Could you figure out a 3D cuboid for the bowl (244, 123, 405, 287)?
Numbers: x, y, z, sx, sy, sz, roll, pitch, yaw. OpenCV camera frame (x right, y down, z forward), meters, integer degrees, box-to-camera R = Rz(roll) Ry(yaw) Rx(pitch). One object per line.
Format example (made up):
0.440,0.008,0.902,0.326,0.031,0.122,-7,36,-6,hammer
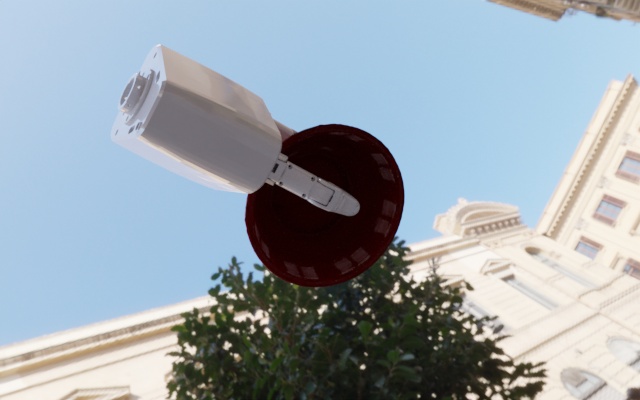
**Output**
0.001,0.002,0.475,0.162,0.162,0.055,0,16,-21,bowl
